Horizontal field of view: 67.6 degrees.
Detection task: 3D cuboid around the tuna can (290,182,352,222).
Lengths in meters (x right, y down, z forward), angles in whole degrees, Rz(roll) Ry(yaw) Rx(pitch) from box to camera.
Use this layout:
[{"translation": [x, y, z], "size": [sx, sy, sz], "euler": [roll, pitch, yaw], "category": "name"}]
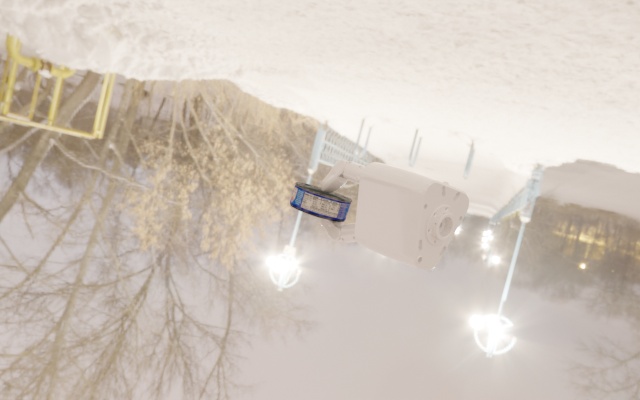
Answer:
[{"translation": [0.000, 0.003, 0.687], "size": [0.086, 0.034, 0.086], "euler": [17, 7, -2], "category": "tuna can"}]
